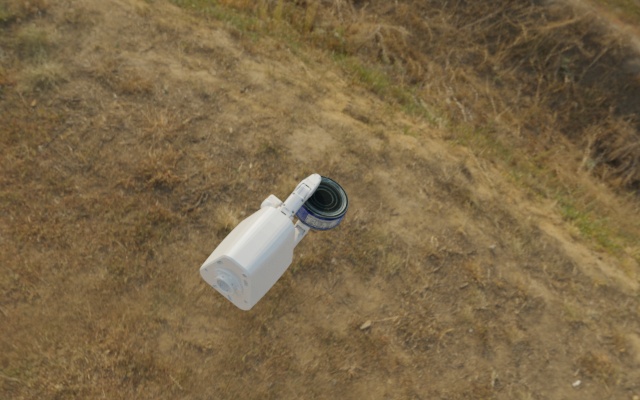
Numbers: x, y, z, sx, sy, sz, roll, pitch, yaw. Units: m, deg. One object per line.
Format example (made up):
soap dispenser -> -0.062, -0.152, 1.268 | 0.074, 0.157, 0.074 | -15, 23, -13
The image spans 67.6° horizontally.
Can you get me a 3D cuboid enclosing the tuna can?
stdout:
tuna can -> 0.000, 0.002, 0.745 | 0.086, 0.086, 0.034 | 0, -36, -25
